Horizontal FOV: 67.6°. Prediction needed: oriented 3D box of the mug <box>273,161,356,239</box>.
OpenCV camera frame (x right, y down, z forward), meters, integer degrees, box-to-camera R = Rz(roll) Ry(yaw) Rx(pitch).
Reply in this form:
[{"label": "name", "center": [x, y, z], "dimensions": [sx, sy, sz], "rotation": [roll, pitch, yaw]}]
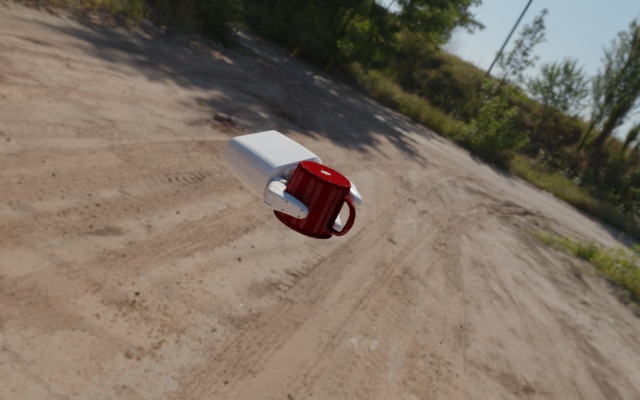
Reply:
[{"label": "mug", "center": [0.001, 0.003, 0.665], "dimensions": [0.117, 0.081, 0.093], "rotation": [36, 20, 31]}]
